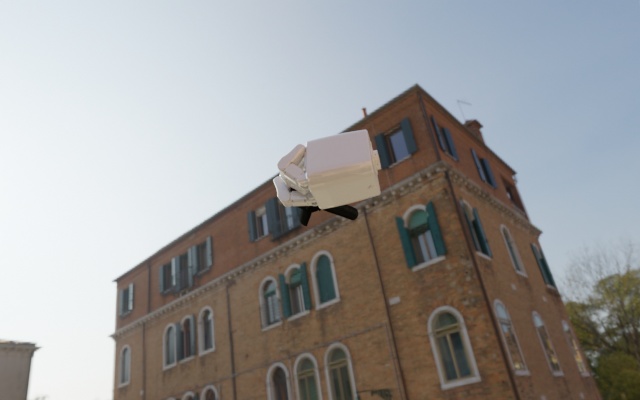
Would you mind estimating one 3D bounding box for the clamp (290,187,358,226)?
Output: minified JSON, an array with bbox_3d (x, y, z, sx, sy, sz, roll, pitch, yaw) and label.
[{"bbox_3d":[0.000,0.002,0.885,0.120,0.039,0.171,-9,-27,11],"label":"clamp"}]
